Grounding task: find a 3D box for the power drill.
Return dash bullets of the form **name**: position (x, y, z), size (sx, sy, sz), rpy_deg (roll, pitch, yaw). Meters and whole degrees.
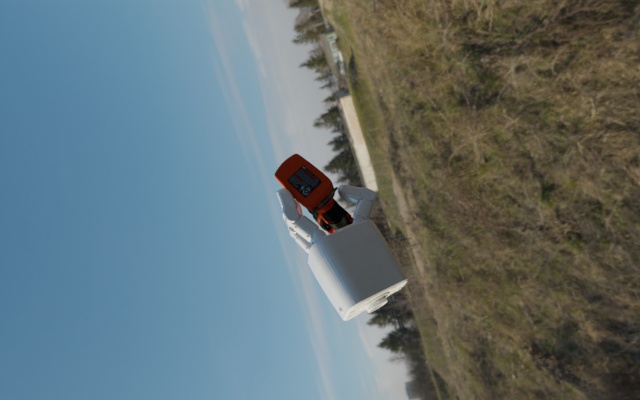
- **power drill**: position (0.000, 0.003, 0.793), size (0.184, 0.057, 0.188), rpy_deg (40, -5, 38)
